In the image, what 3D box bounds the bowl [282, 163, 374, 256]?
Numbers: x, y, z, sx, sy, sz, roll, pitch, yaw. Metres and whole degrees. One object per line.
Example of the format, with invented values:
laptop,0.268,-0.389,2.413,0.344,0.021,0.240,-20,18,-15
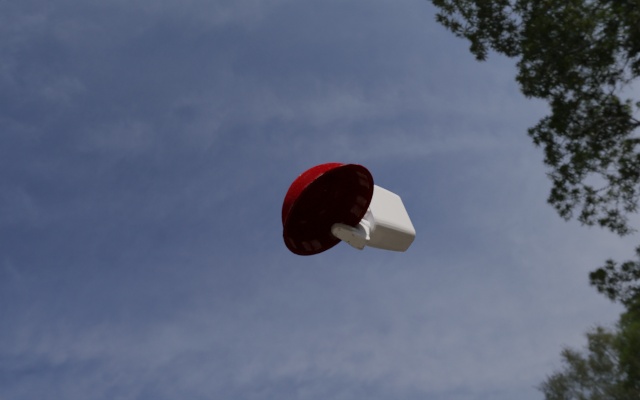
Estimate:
bowl,-0.001,0.002,0.698,0.162,0.162,0.055,0,35,-45
